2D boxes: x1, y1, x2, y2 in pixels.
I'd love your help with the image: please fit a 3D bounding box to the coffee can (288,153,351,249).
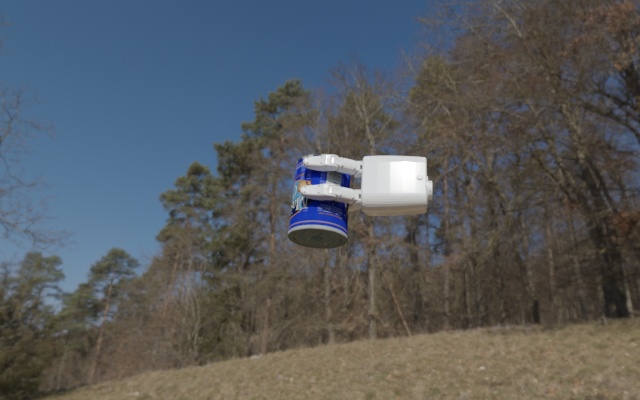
[{"bbox_3d":[0.000,0.003,0.844,0.103,0.140,0.103,4,-24,2],"label":"coffee can"}]
